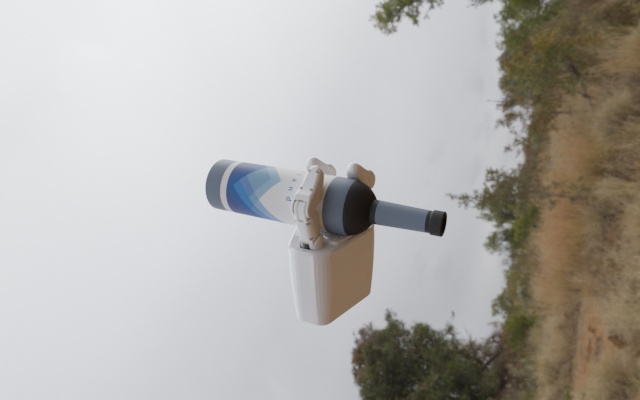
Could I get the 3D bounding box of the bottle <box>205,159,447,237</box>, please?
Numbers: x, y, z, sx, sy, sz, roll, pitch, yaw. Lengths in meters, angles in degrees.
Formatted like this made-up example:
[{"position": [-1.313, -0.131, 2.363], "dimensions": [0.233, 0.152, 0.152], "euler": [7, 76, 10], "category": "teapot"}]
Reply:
[{"position": [0.000, 0.002, 0.569], "dimensions": [0.295, 0.069, 0.069], "euler": [10, 4, 25], "category": "bottle"}]
